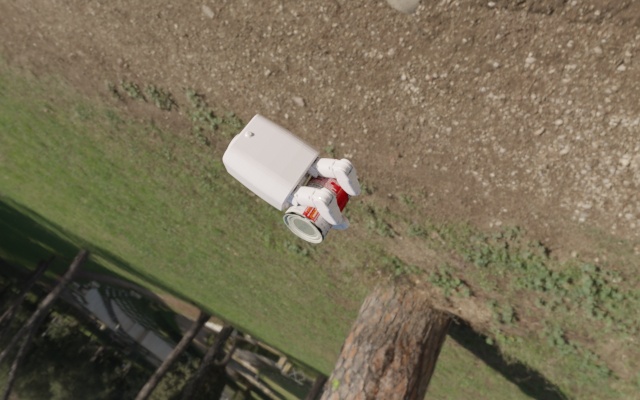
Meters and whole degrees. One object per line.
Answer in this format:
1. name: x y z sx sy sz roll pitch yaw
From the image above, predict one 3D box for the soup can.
1. soup can: 0.000 0.003 0.693 0.068 0.102 0.068 26 -28 15
